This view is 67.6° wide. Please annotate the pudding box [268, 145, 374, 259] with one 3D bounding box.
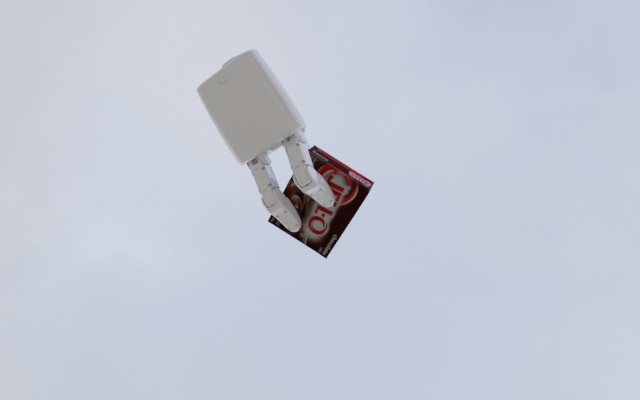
[{"bbox_3d":[0.000,0.002,0.593,0.090,0.113,0.039,32,26,4],"label":"pudding box"}]
